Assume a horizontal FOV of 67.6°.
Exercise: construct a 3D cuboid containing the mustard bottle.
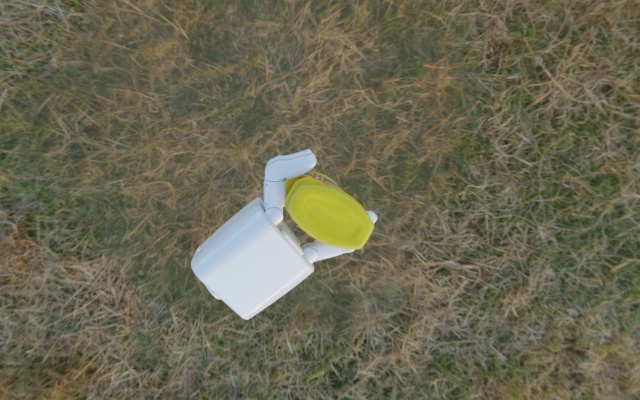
[{"bbox_3d":[0.000,0.002,0.584,0.096,0.058,0.191,27,6,-11],"label":"mustard bottle"}]
